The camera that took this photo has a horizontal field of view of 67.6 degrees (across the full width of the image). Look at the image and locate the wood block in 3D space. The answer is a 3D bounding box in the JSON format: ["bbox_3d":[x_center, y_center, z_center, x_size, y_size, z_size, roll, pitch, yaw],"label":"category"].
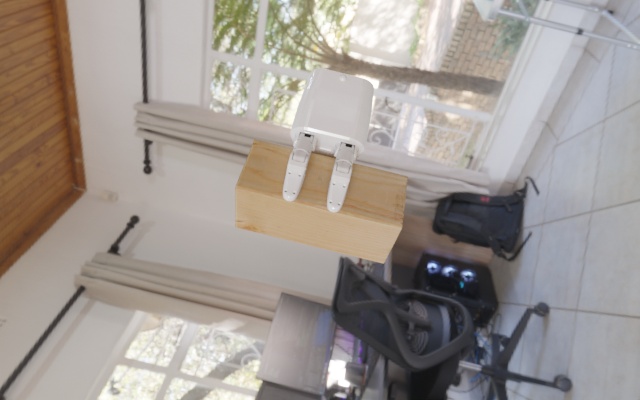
[{"bbox_3d":[0.000,0.002,0.631,0.206,0.090,0.091,14,-37,0],"label":"wood block"}]
